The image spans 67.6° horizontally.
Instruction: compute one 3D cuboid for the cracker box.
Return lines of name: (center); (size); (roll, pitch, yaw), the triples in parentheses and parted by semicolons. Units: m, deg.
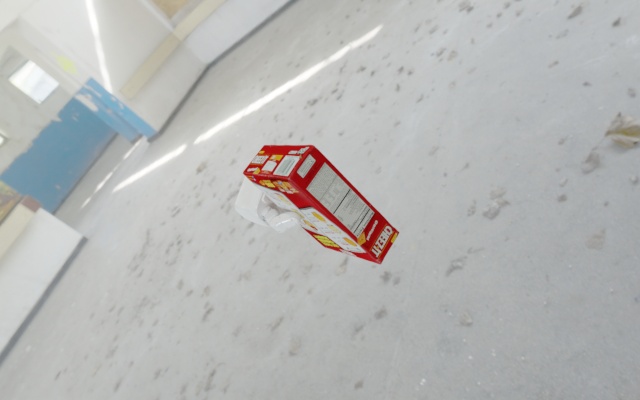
cracker box: (0.000, 0.003, 0.759); (0.214, 0.072, 0.164); (43, -17, -28)
